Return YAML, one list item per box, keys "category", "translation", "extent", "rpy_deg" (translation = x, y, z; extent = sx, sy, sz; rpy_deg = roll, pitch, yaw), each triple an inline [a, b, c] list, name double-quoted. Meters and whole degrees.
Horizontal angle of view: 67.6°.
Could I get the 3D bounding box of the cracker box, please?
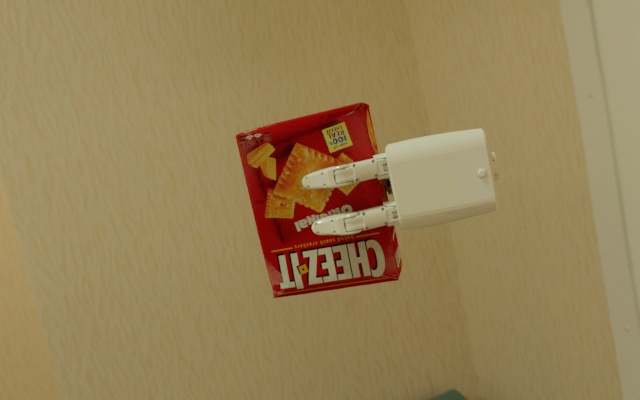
- category: "cracker box"
  translation: [0.000, 0.002, 0.594]
  extent: [0.164, 0.214, 0.072]
  rpy_deg: [-11, 6, 14]
